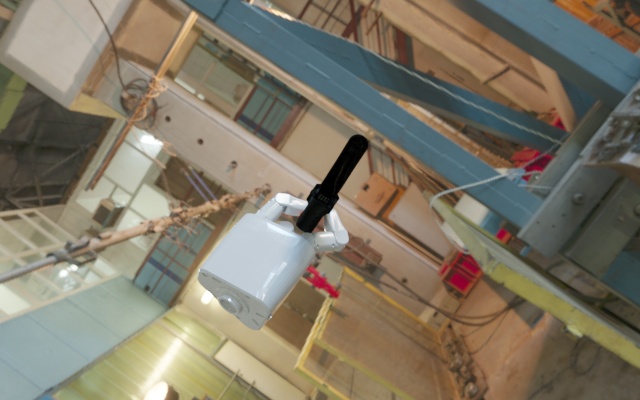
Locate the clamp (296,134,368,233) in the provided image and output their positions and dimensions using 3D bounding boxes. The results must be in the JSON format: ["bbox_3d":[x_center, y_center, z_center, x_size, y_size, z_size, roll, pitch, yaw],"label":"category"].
[{"bbox_3d":[0.000,0.002,0.602,0.039,0.120,0.172,36,-38,5],"label":"clamp"}]
